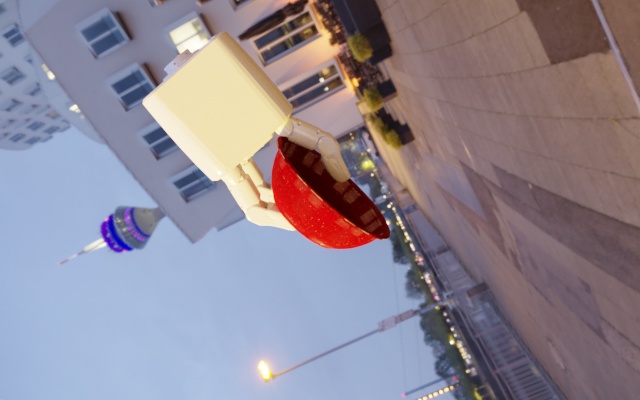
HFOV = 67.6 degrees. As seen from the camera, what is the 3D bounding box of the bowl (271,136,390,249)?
[{"bbox_3d":[0.001,0.003,0.528,0.162,0.055,0.162,38,16,-13],"label":"bowl"}]
